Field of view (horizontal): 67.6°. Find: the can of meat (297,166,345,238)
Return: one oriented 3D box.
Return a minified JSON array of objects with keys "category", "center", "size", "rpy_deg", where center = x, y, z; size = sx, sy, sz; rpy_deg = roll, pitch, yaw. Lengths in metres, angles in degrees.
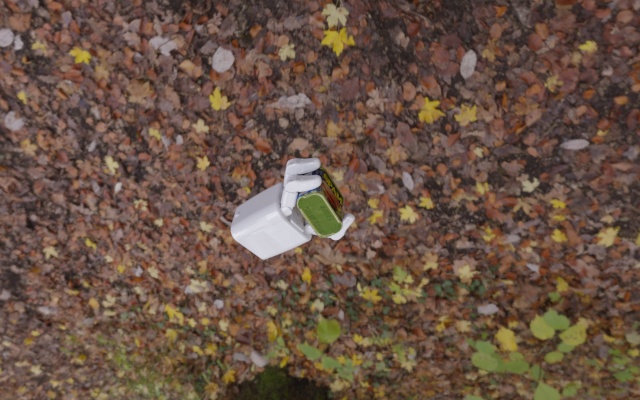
[{"category":"can of meat","center":[0.000,0.003,0.842],"size":[0.057,0.102,0.084],"rpy_deg":[-24,31,18]}]
